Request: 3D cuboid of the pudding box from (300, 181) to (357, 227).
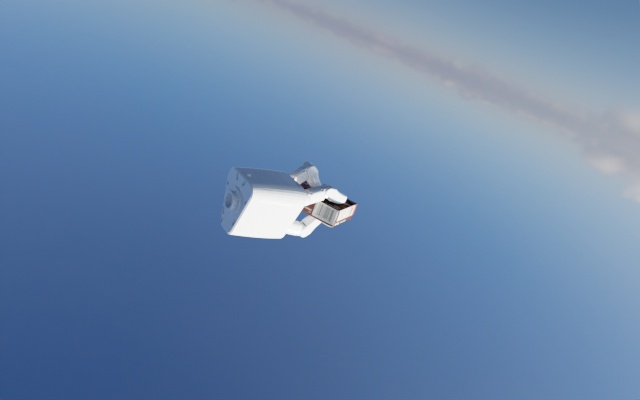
[{"bbox_3d":[0.000,0.003,0.894,0.113,0.039,0.090,29,20,19],"label":"pudding box"}]
